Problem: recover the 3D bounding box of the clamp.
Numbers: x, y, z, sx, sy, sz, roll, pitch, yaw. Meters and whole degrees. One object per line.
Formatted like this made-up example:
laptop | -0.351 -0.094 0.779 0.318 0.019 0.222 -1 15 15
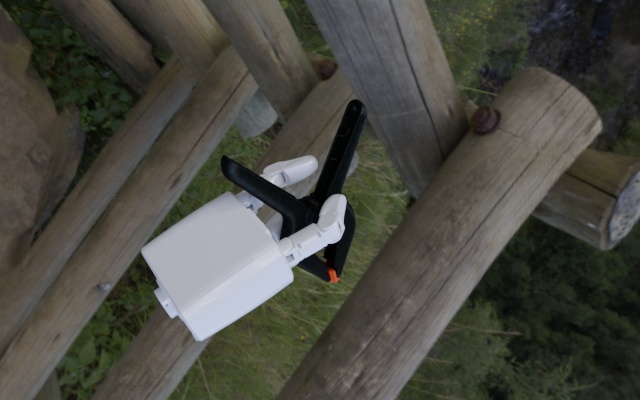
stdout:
clamp | 0.000 0.003 0.522 0.164 0.210 0.036 -32 38 -16
